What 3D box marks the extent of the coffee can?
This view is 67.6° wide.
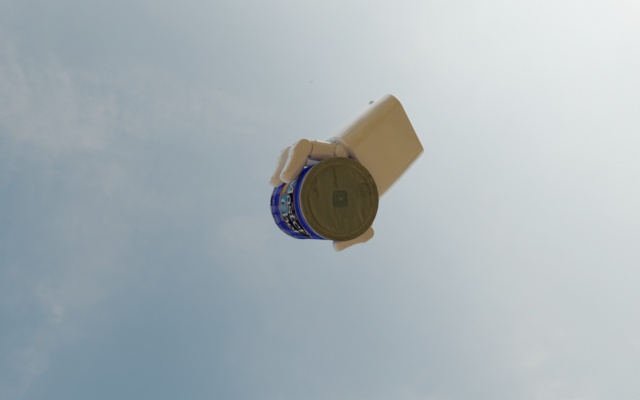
[{"bbox_3d":[0.000,0.002,0.636,0.103,0.103,0.140,0,-3,-21],"label":"coffee can"}]
